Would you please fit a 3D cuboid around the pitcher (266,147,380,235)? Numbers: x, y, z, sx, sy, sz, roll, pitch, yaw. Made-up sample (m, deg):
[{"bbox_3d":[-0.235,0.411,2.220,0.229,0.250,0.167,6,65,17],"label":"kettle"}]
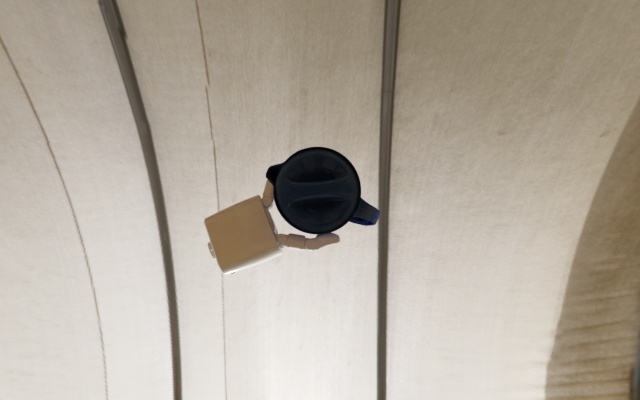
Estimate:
[{"bbox_3d":[0.000,0.003,0.826,0.145,0.149,0.243,-24,-5,-5],"label":"pitcher"}]
